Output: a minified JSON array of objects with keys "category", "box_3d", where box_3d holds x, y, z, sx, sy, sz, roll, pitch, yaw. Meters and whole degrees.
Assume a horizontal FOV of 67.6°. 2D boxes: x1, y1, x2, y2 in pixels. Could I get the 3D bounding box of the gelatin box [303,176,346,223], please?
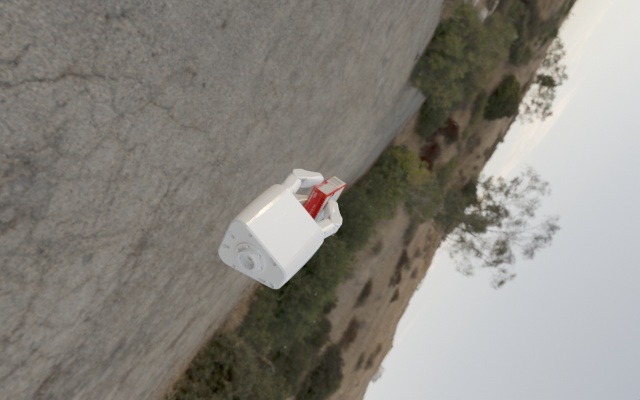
[{"category":"gelatin box","box_3d":[0.001,0.003,0.803,0.030,0.073,0.089,36,26,12]}]
